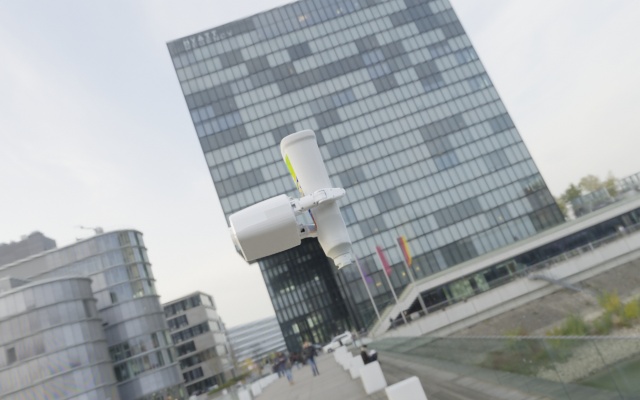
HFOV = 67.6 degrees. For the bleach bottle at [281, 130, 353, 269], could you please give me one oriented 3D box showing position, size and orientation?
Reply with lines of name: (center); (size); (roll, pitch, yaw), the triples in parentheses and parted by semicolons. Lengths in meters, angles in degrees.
bleach bottle: (0.000, 0.003, 0.877); (0.068, 0.250, 0.102); (-20, -14, -8)
